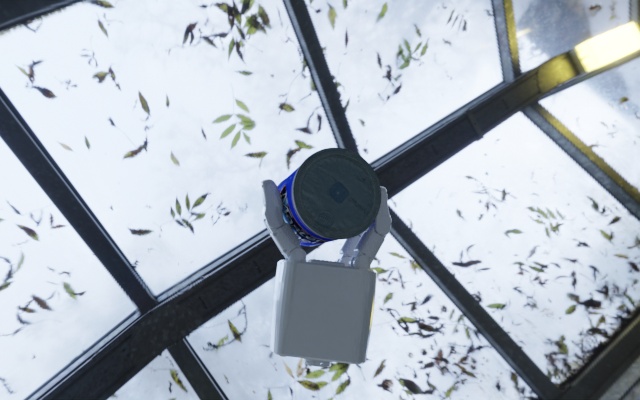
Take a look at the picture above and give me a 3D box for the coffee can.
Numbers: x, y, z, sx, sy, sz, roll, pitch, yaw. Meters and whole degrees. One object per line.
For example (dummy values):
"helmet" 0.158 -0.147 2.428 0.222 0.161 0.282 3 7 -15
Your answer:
"coffee can" 0.000 0.002 0.588 0.103 0.103 0.140 0 -9 -17
